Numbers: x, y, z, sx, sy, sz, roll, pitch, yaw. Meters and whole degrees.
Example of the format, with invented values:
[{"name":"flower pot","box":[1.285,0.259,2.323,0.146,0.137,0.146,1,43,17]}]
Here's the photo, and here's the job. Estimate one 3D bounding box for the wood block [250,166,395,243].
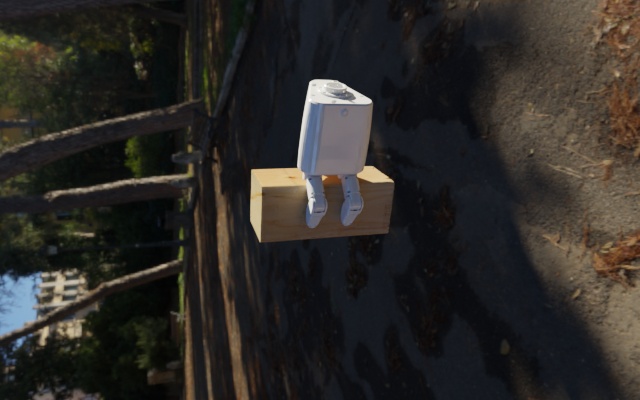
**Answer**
[{"name":"wood block","box":[0.000,0.002,0.752,0.206,0.090,0.090,-3,21,-18]}]
